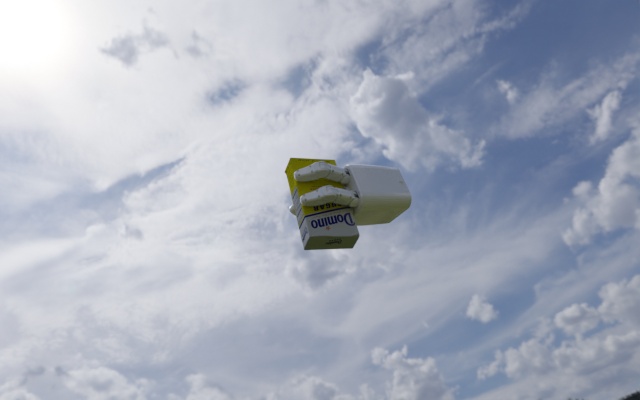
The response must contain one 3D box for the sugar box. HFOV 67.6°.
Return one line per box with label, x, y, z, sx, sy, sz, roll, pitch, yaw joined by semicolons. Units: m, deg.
sugar box;0.000;0.002;0.840;0.093;0.176;0.048;0;-41;-22
